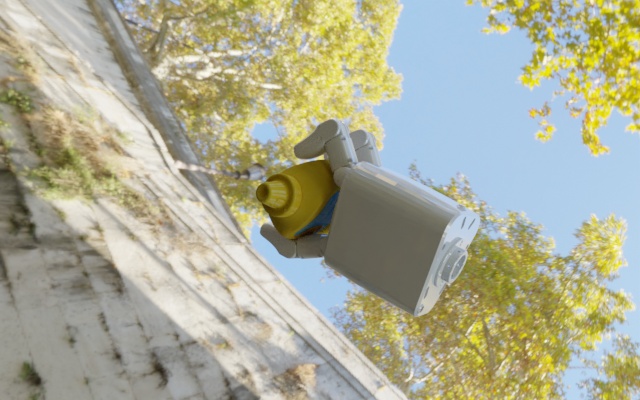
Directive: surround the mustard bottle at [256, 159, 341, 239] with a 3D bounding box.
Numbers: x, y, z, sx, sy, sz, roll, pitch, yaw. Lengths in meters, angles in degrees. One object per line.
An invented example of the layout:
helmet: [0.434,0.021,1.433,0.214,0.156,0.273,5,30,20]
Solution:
mustard bottle: [0.000,0.001,0.505,0.096,0.058,0.191,-44,-25,21]
